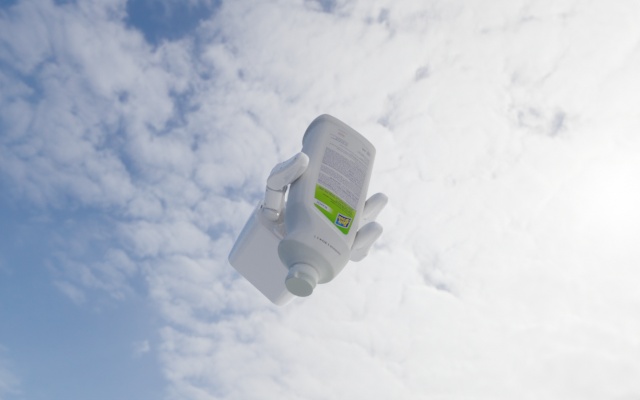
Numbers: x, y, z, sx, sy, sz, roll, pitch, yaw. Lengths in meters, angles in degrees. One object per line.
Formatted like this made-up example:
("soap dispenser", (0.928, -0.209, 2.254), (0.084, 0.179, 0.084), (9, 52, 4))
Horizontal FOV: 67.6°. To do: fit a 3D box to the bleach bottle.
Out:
("bleach bottle", (0.000, 0.002, 0.556), (0.102, 0.250, 0.068), (32, -49, -10))
